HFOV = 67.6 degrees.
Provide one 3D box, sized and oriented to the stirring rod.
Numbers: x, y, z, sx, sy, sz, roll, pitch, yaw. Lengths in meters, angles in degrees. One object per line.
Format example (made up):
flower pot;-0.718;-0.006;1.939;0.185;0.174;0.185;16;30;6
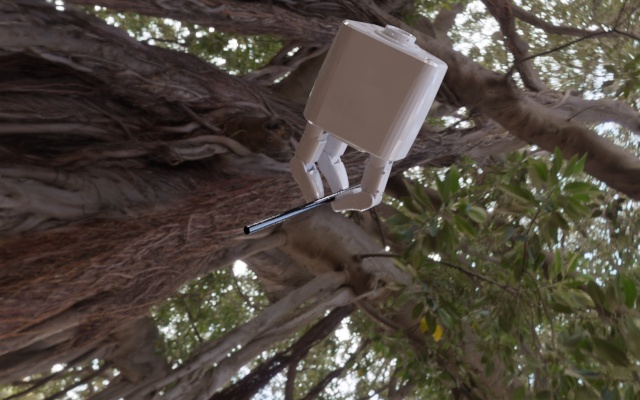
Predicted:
stirring rod;0.000;0.002;0.528;0.011;0.011;0.239;0;12;35
